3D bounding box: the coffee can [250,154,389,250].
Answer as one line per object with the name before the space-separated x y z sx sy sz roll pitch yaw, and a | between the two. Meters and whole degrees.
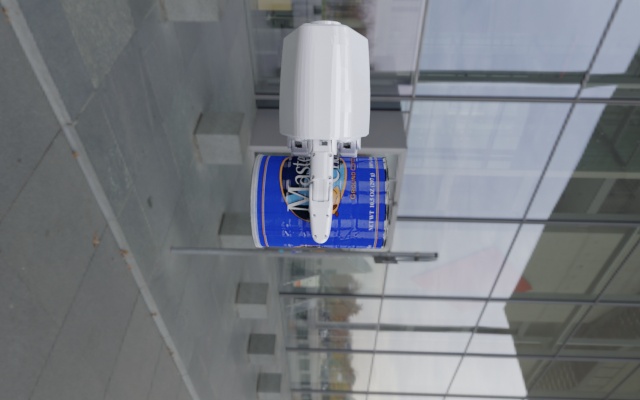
coffee can | 0.000 0.002 0.527 0.140 0.103 0.103 1 0 2
